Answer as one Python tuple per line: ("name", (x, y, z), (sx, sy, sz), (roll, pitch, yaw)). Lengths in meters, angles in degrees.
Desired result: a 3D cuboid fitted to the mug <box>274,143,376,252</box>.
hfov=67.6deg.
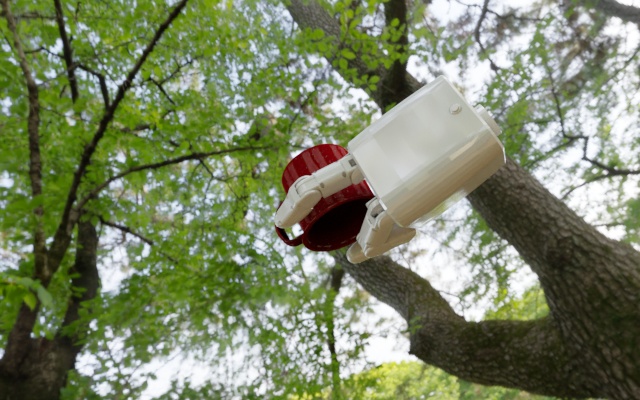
("mug", (-0.001, 0.002, 0.507), (0.117, 0.081, 0.093), (-37, -32, 15))
